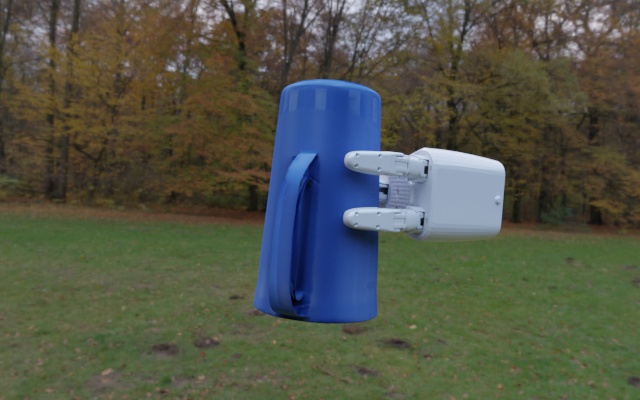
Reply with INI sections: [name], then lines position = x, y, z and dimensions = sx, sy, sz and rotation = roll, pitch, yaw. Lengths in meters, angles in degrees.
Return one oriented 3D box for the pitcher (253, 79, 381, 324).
[pitcher]
position = 0.000, 0.002, 0.504
dimensions = 0.145, 0.243, 0.149
rotation = 4, 0, -25
